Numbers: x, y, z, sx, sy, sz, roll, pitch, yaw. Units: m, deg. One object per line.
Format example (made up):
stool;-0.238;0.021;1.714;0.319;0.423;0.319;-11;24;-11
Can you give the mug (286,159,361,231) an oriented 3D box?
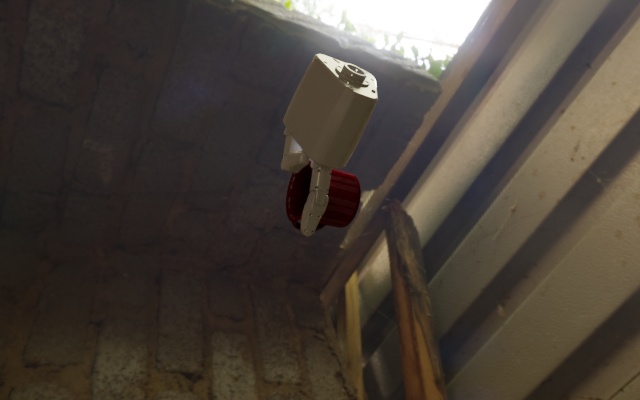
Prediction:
mug;0.000;0.003;0.694;0.081;0.117;0.093;12;34;-23
